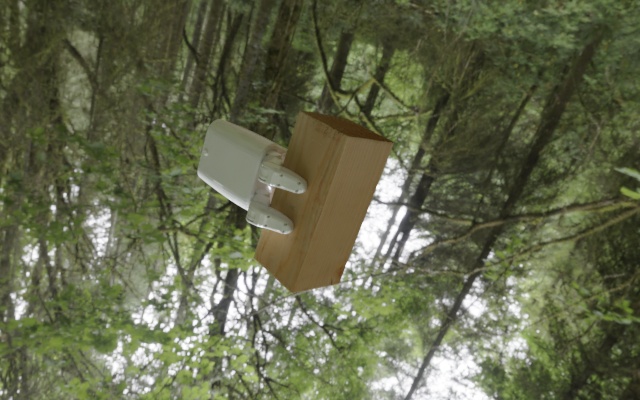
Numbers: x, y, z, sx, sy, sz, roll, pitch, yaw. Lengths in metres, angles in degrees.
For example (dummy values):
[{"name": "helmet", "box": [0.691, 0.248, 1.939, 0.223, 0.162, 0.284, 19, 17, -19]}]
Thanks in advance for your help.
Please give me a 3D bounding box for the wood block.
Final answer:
[{"name": "wood block", "box": [0.000, 0.002, 0.609, 0.091, 0.206, 0.090, -2, 28, -46]}]
